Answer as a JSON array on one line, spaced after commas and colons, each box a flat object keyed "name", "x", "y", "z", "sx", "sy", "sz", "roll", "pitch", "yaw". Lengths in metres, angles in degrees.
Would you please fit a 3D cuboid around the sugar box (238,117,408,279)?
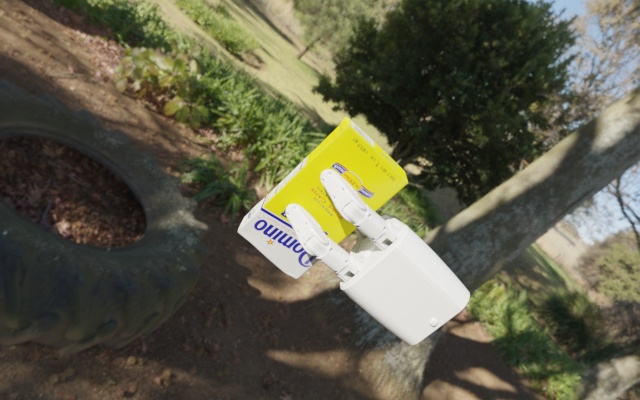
[{"name": "sugar box", "x": 0.000, "y": 0.002, "z": 0.532, "sx": 0.093, "sy": 0.176, "sz": 0.048, "roll": 42, "pitch": 17, "yaw": -13}]
